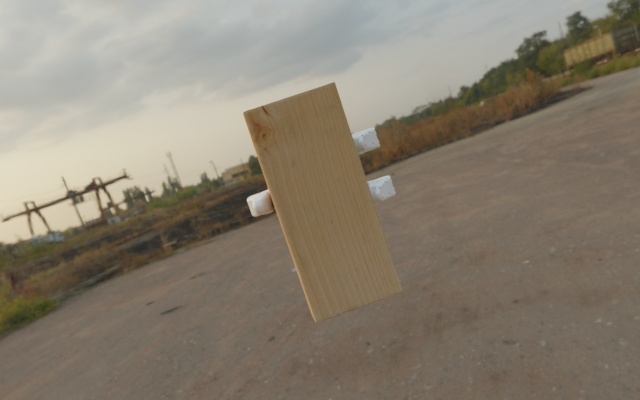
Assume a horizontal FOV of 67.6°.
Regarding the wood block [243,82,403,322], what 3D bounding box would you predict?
[{"bbox_3d":[0.000,0.002,0.481,0.091,0.206,0.090,-19,5,-5],"label":"wood block"}]
